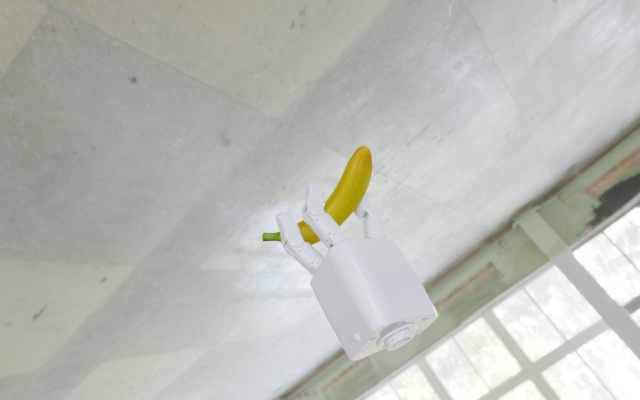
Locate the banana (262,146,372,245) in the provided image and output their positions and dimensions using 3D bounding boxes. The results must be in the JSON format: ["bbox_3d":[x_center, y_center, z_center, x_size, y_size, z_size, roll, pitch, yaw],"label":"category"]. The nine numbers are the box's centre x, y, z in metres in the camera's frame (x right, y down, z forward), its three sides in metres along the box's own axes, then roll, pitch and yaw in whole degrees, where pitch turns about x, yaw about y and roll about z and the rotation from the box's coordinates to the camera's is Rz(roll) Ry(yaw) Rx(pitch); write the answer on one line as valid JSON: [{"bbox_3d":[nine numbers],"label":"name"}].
[{"bbox_3d":[0.010,0.009,0.626,0.070,0.037,0.198,22,-55,-44],"label":"banana"}]
